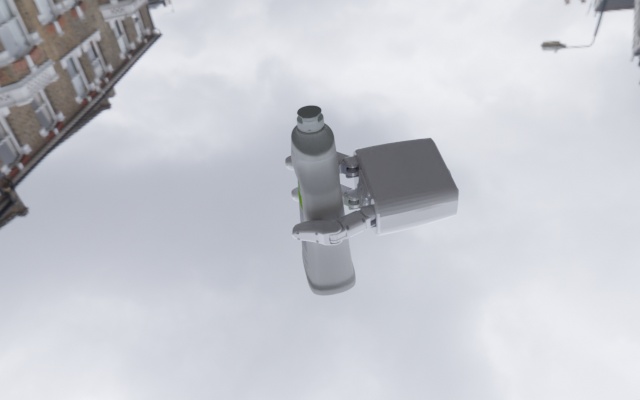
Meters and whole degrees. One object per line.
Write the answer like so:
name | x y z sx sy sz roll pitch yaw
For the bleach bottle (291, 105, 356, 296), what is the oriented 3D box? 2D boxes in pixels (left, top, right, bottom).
bleach bottle | 0.000 0.002 0.604 0.068 0.251 0.102 -12 40 -6
